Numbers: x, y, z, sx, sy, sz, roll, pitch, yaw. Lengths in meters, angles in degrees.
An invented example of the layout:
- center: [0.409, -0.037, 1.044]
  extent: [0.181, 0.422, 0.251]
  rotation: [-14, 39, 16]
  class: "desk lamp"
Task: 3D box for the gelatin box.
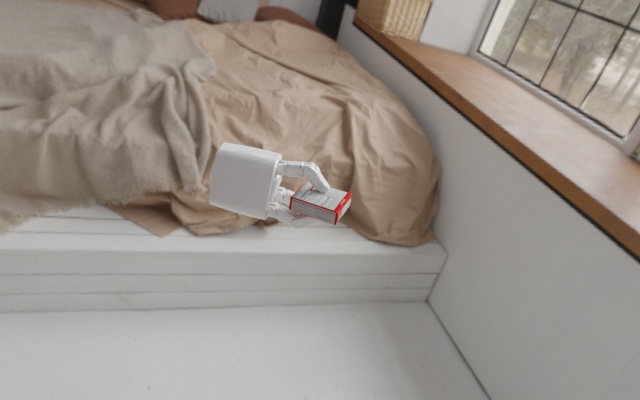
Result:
- center: [0.001, 0.002, 0.829]
  extent: [0.089, 0.030, 0.073]
  rotation: [17, 32, 16]
  class: "gelatin box"
